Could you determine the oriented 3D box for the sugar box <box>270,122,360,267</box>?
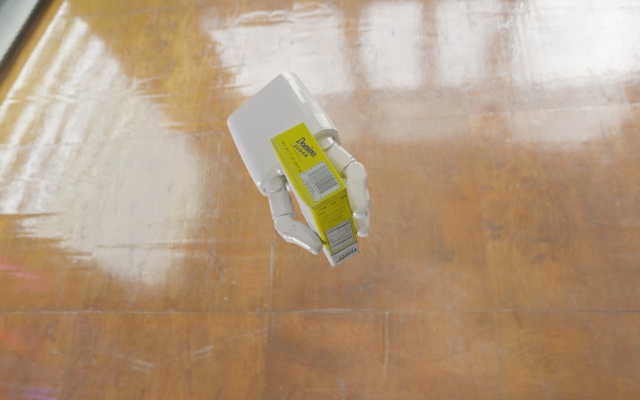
[{"bbox_3d":[0.000,0.001,0.534,0.048,0.093,0.176,-29,-26,-3],"label":"sugar box"}]
